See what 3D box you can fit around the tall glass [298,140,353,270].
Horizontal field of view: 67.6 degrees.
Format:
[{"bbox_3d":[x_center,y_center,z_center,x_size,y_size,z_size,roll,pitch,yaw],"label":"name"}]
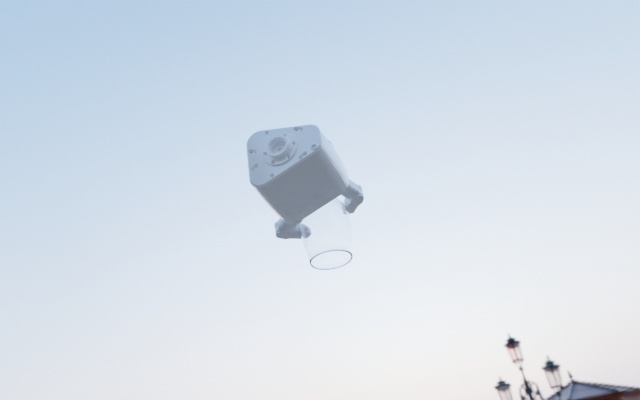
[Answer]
[{"bbox_3d":[0.000,0.002,0.730,0.079,0.201,0.079,-8,-32,-5],"label":"tall glass"}]
